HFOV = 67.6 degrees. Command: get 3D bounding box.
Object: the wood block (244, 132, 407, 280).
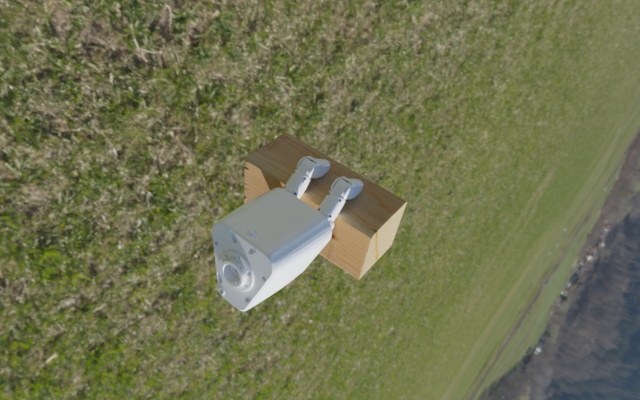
[{"bbox_3d":[0.000,0.003,0.659,0.206,0.091,0.090,32,47,21],"label":"wood block"}]
